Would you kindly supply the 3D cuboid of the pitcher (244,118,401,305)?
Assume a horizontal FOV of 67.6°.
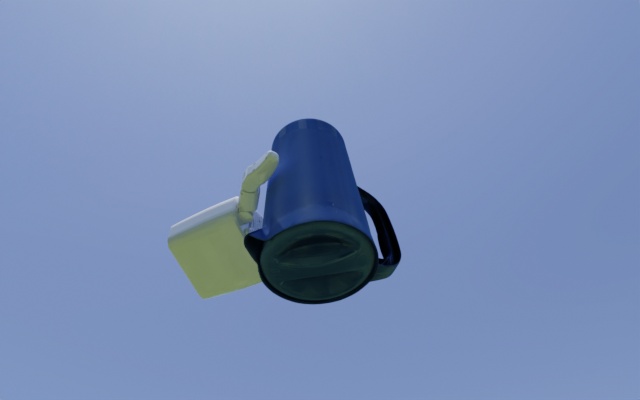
[{"bbox_3d":[0.000,0.002,0.610,0.145,0.149,0.242,-23,38,14],"label":"pitcher"}]
